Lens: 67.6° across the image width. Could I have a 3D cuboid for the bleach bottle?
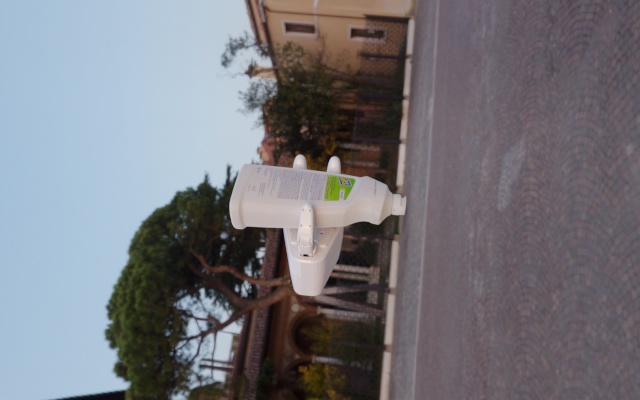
[{"bbox_3d":[0.000,0.002,0.713,0.251,0.102,0.068,5,-41,4],"label":"bleach bottle"}]
